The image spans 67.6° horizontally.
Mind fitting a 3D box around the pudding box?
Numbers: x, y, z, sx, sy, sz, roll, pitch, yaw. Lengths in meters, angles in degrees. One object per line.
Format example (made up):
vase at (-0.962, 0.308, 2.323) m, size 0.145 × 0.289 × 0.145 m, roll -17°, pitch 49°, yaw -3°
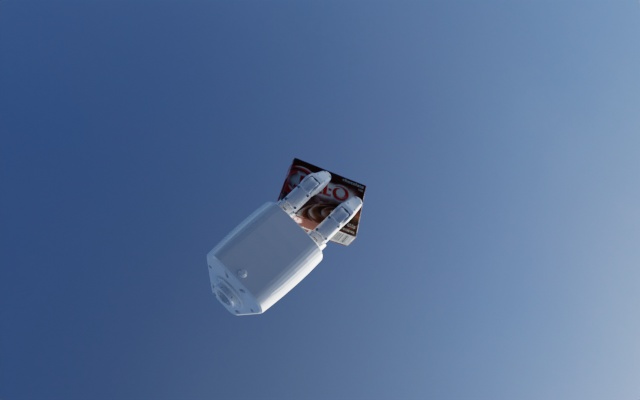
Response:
pudding box at (0.000, 0.002, 0.656) m, size 0.113 × 0.090 × 0.039 m, roll 22°, pitch -36°, yaw -10°
